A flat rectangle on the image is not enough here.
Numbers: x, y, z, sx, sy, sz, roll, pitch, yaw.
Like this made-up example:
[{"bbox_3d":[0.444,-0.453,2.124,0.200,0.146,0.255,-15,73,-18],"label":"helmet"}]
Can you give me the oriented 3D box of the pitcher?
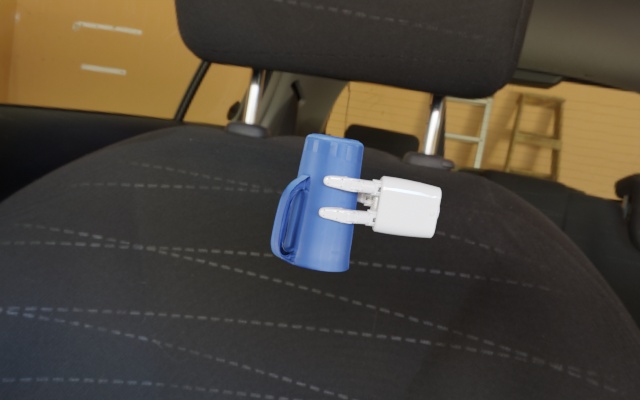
[{"bbox_3d":[0.000,0.003,0.880,0.145,0.243,0.149,10,5,1],"label":"pitcher"}]
